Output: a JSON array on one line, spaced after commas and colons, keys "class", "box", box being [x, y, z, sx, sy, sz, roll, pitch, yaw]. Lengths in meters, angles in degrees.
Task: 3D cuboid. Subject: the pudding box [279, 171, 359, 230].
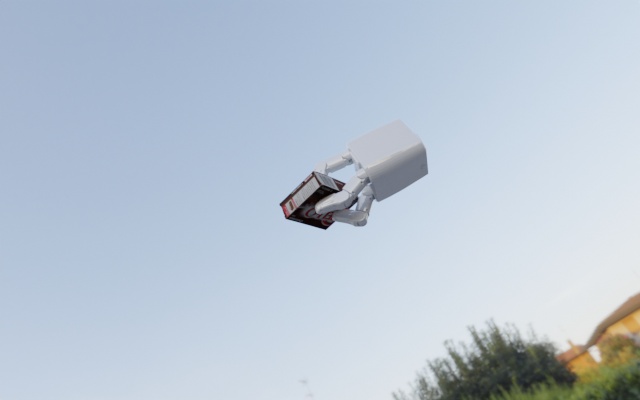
[{"class": "pudding box", "box": [0.000, 0.002, 0.812, 0.090, 0.039, 0.113, -44, -37, 22]}]
